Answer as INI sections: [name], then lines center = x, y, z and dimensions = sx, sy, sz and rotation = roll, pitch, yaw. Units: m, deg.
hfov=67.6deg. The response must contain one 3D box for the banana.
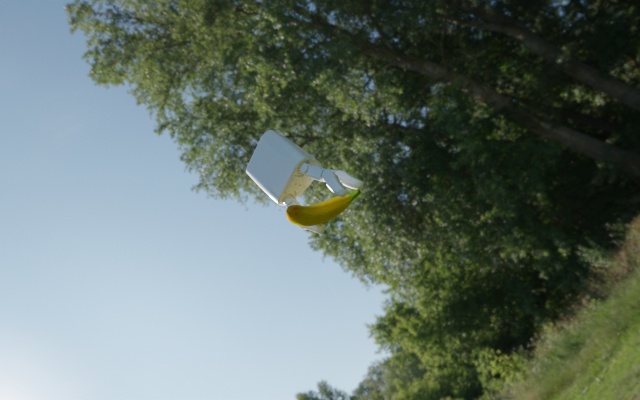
[banana]
center = -0.005, 0.016, 0.868
dimensions = 0.037, 0.070, 0.198
rotation = 43, 35, 23
